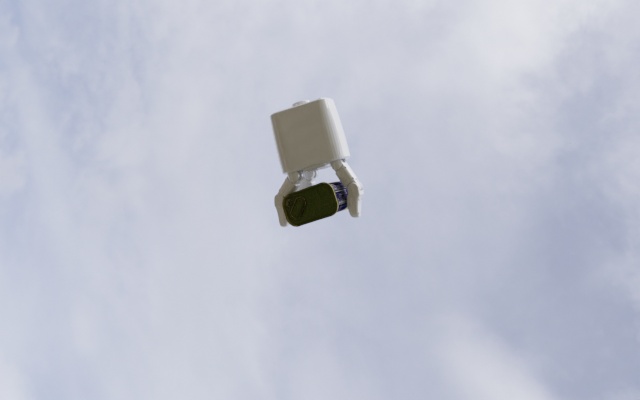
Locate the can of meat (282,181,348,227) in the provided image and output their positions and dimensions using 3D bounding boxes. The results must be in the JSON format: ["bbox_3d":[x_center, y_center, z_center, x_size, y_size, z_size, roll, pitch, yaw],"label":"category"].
[{"bbox_3d":[0.000,0.003,0.819,0.102,0.057,0.084,-19,-2,28],"label":"can of meat"}]
